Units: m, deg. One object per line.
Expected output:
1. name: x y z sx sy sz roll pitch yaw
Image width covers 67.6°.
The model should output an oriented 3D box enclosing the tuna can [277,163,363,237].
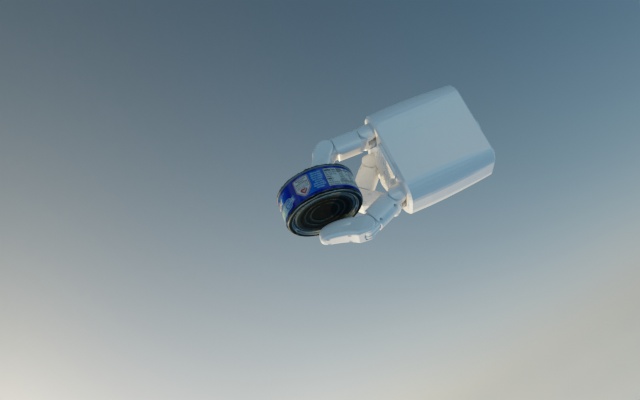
1. tuna can: 0.000 0.002 0.497 0.086 0.033 0.086 -17 -31 -11
